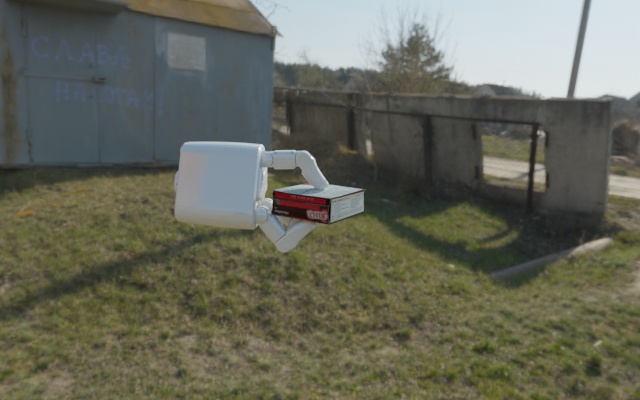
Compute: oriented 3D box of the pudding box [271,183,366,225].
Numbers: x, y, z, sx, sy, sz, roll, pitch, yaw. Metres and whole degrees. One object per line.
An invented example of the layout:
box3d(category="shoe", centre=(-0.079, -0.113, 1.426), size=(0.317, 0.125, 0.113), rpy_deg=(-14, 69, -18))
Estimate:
box3d(category="pudding box", centre=(0.000, 0.002, 0.659), size=(0.090, 0.039, 0.113), rpy_deg=(10, 14, 28))
